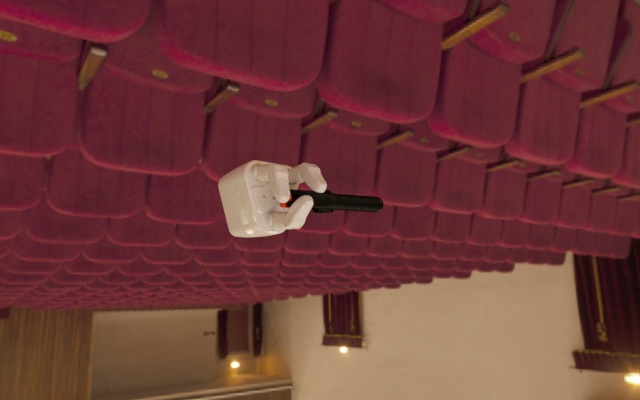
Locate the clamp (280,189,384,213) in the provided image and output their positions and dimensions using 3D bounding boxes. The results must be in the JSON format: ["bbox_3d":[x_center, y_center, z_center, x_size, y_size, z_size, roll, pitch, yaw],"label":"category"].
[{"bbox_3d":[0.000,0.003,0.749,0.171,0.039,0.120,8,-12,-36],"label":"clamp"}]
